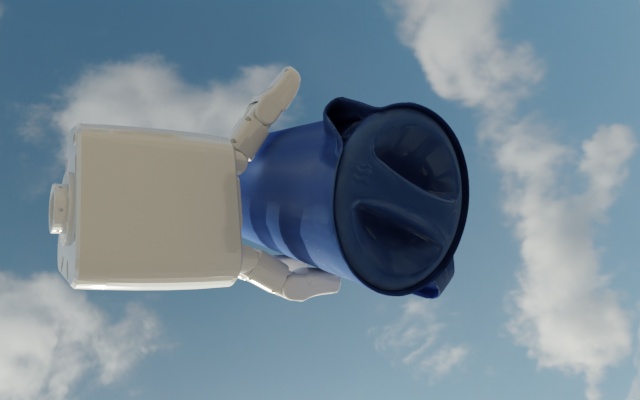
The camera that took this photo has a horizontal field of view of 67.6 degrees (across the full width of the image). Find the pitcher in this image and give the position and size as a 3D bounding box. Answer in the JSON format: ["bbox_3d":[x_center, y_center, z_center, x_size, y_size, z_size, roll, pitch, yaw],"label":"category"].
[{"bbox_3d":[0.000,0.001,0.424,0.145,0.149,0.243,1,3,-35],"label":"pitcher"}]
